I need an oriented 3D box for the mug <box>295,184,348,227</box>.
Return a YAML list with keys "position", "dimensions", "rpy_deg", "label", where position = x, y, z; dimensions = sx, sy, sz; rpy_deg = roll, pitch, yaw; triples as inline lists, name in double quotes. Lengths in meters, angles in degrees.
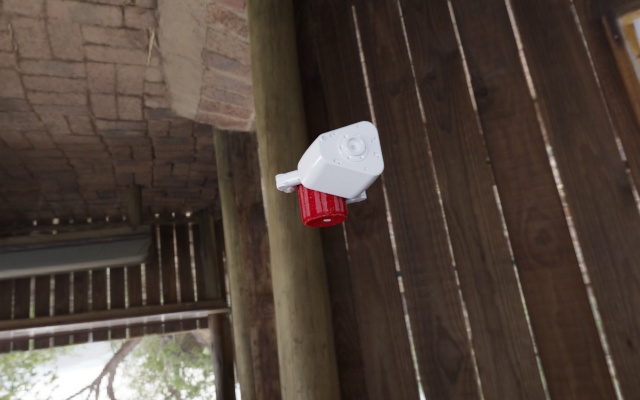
- position: [0.000, 0.003, 0.865]
  dimensions: [0.093, 0.081, 0.117]
  rpy_deg: [-3, -18, -18]
  label: "mug"
